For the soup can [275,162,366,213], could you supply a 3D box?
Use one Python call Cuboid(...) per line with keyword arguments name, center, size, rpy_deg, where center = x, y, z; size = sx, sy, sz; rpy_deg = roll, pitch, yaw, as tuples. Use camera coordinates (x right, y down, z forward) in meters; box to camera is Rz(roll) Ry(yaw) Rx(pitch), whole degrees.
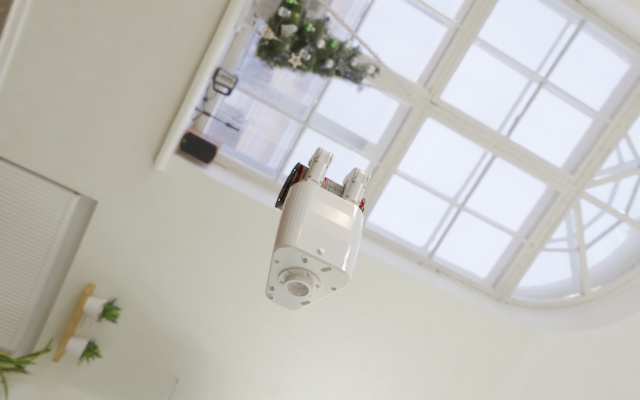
Cuboid(name="soup can", center=(0.000, 0.002, 0.633), size=(0.102, 0.068, 0.068), rpy_deg=(27, -6, -11))
